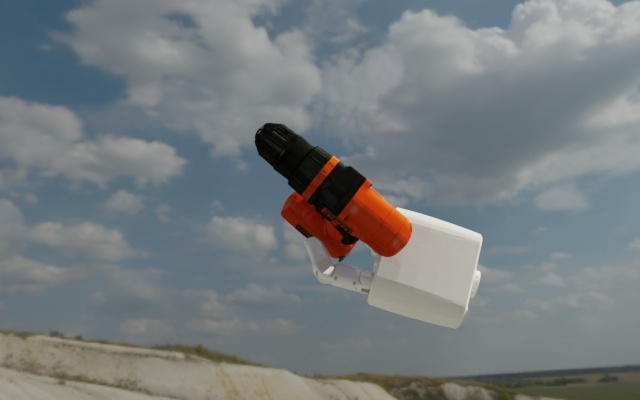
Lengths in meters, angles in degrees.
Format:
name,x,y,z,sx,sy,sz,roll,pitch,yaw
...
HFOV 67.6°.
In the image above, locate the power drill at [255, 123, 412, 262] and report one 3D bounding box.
name,x,y,z,sx,sy,sz,roll,pitch,yaw
power drill,0.000,0.002,0.539,0.184,0.057,0.188,40,-13,1
